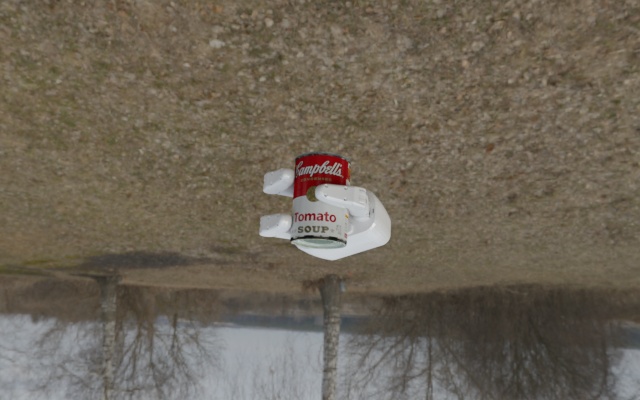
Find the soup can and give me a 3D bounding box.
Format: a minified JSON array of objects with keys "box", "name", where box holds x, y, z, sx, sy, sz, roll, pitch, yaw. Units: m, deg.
[{"box":[0.000,0.002,0.563,0.068,0.102,0.068,3,-15,1],"name":"soup can"}]
